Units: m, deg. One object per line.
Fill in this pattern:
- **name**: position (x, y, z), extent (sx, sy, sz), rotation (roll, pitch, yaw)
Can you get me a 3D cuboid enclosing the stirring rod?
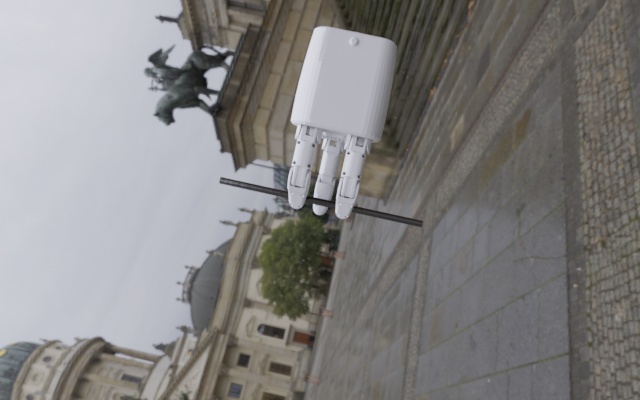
- **stirring rod**: position (0.000, 0.002, 0.557), extent (0.239, 0.011, 0.011), rotation (12, 0, 2)
